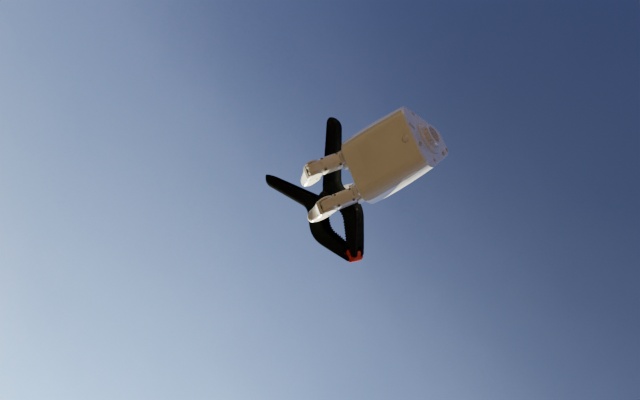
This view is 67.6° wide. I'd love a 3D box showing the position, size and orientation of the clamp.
[{"bbox_3d":[0.001,0.003,0.729,0.164,0.210,0.036,-31,-17,33],"label":"clamp"}]
